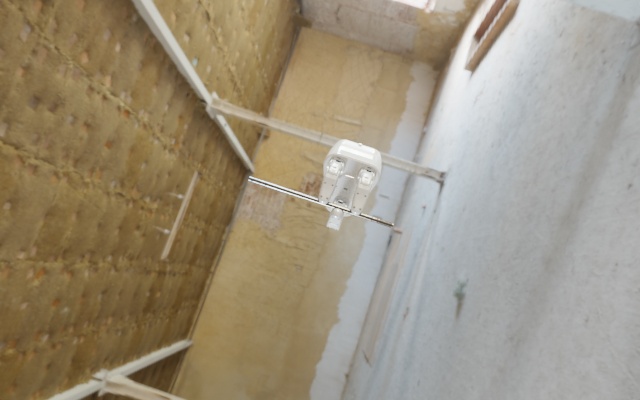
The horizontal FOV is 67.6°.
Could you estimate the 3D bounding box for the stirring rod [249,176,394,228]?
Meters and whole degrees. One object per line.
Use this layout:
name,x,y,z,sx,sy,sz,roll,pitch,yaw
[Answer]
stirring rod,0.000,0.003,0.761,0.239,0.011,0.011,18,1,3
